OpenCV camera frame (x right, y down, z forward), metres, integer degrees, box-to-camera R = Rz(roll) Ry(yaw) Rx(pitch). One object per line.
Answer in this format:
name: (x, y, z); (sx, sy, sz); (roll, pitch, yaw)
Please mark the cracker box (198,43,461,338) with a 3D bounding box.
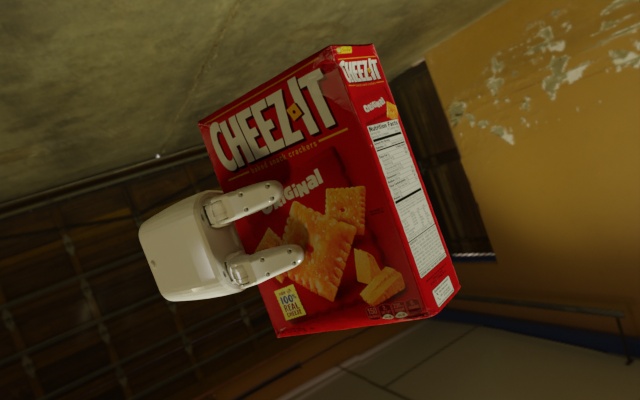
cracker box: (0.000, 0.001, 0.409); (0.164, 0.214, 0.072); (-18, 4, 37)
